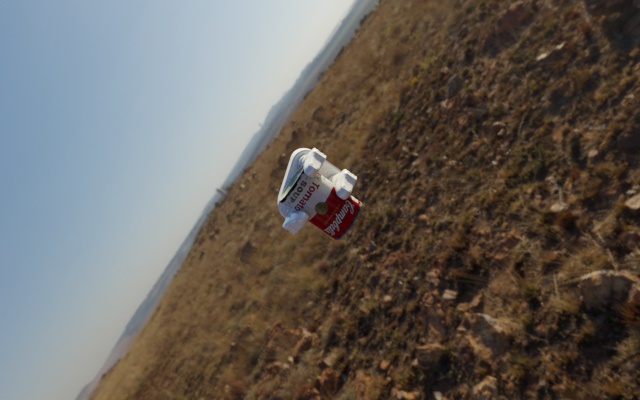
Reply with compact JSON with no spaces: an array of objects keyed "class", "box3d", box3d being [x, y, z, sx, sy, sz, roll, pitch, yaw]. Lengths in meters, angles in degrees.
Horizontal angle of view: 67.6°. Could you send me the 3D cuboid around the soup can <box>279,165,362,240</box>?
[{"class":"soup can","box3d":[0.000,0.002,0.694,0.102,0.068,0.068,34,-7,-11]}]
